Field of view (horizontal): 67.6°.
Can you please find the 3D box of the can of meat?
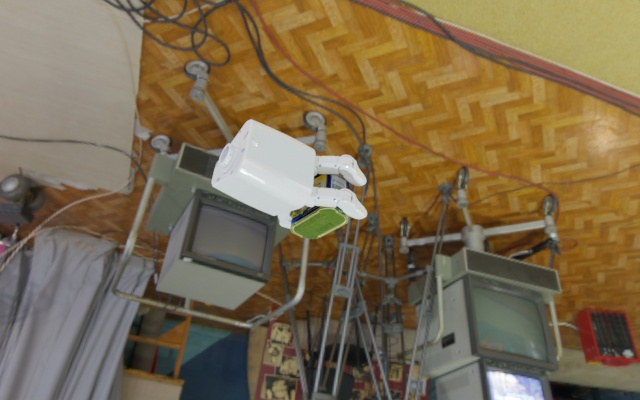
[{"bbox_3d":[0.000,0.003,0.724,0.057,0.084,0.102,28,-40,-30],"label":"can of meat"}]
